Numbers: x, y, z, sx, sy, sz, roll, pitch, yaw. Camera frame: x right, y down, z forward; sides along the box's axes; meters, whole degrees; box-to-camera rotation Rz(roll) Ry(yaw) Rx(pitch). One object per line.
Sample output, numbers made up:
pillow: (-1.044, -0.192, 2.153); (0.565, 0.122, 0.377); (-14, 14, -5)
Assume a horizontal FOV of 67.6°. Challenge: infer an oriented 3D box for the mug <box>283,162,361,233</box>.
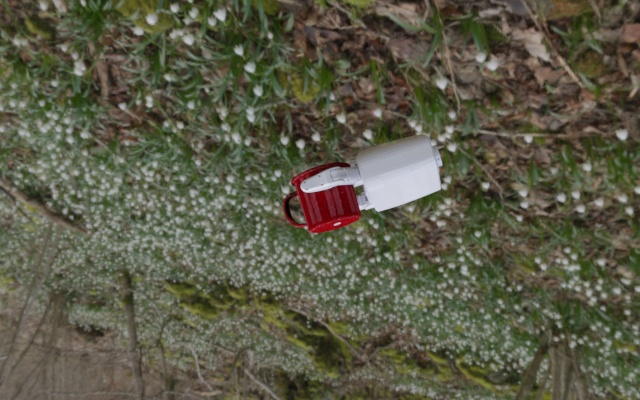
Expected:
mug: (-0.001, 0.003, 0.707); (0.117, 0.081, 0.093); (-19, -12, 12)
